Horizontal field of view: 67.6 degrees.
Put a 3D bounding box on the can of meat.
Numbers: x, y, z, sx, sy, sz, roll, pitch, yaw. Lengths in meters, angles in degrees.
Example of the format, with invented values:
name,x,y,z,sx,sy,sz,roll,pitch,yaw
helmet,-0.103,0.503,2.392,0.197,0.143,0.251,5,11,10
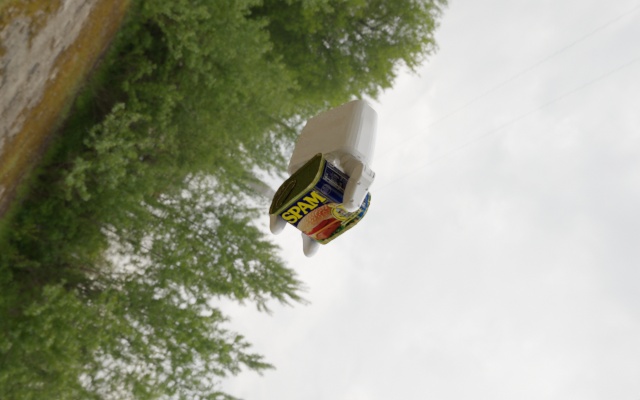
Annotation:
name,x,y,z,sx,sy,sz,roll,pitch,yaw
can of meat,0.000,0.002,0.594,0.084,0.057,0.102,35,-47,-22
